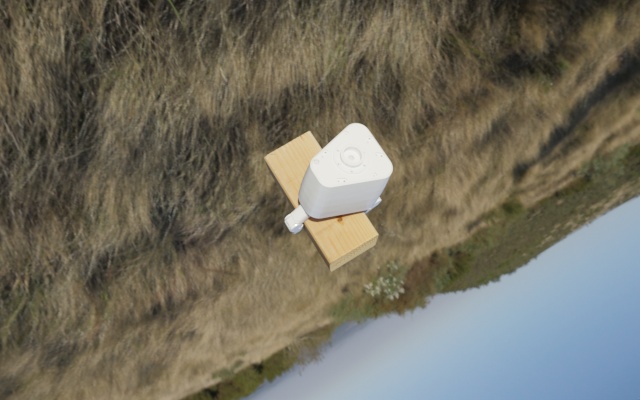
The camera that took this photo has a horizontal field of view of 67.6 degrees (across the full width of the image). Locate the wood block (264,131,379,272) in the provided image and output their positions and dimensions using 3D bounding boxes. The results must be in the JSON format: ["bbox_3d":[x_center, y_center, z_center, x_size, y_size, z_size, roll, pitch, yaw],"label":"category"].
[{"bbox_3d":[0.000,0.003,0.794,0.091,0.206,0.090,-30,-15,-7],"label":"wood block"}]
